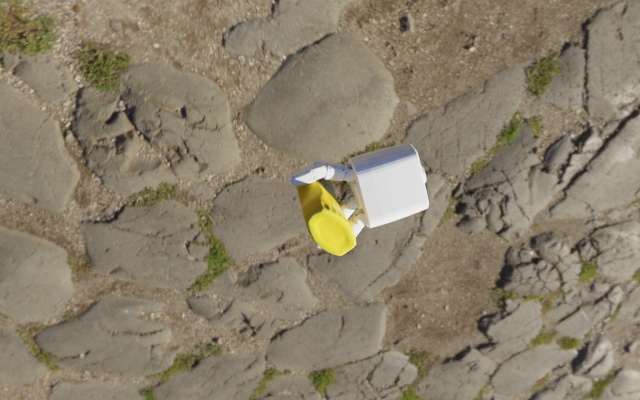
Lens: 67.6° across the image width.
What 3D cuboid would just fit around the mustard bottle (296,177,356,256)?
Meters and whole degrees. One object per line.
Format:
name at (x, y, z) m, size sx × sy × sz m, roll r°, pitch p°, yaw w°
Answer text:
mustard bottle at (0.000, 0.003, 0.789) m, size 0.058 × 0.096 × 0.191 m, roll -38°, pitch 31°, yaw 11°
